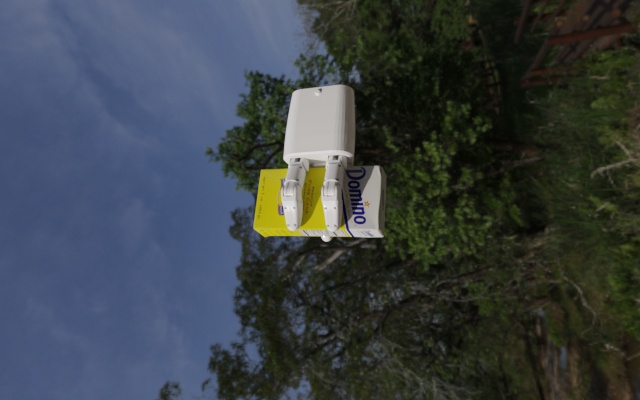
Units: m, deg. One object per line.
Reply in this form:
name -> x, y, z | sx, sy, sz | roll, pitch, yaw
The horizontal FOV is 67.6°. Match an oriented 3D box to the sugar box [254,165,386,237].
sugar box -> 0.000, 0.002, 0.661 | 0.176, 0.093, 0.048 | -2, -19, 19
